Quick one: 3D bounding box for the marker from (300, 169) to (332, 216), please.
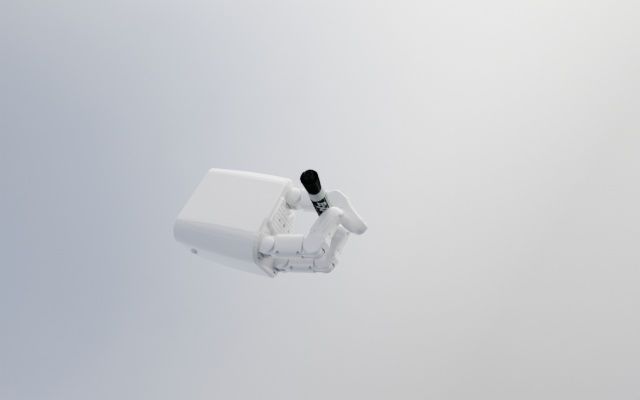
[{"bbox_3d":[0.000,0.002,0.508,0.020,0.020,0.121,0,-25,13],"label":"marker"}]
